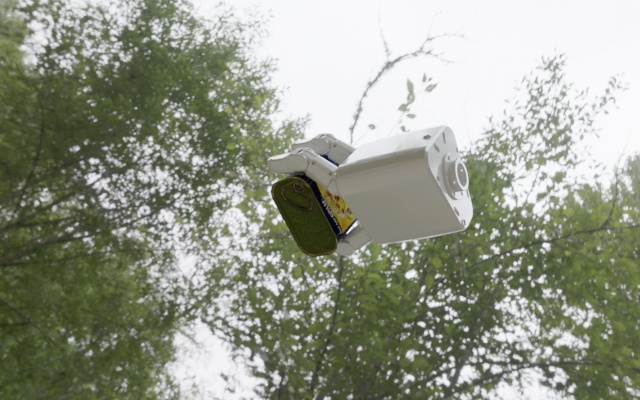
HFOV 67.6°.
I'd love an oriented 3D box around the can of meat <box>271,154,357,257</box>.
[{"bbox_3d":[0.000,0.002,0.574,0.057,0.102,0.084,-16,19,38],"label":"can of meat"}]
